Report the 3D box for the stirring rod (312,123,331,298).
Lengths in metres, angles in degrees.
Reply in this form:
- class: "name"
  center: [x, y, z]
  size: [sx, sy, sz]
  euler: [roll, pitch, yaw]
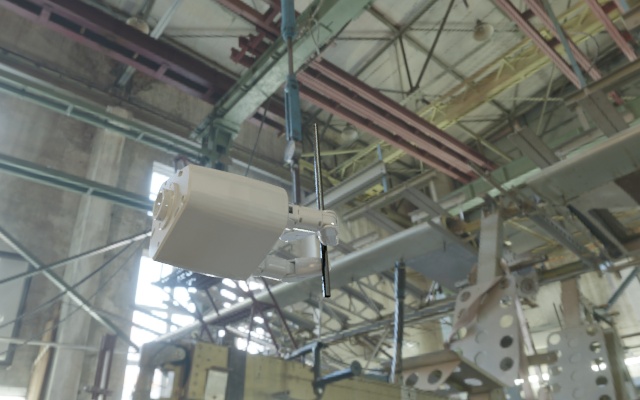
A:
- class: "stirring rod"
  center: [0.000, 0.002, 0.584]
  size: [0.011, 0.239, 0.011]
  euler: [-3, -30, -2]
